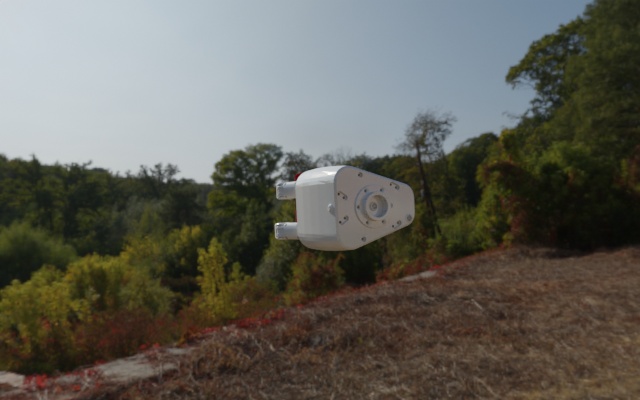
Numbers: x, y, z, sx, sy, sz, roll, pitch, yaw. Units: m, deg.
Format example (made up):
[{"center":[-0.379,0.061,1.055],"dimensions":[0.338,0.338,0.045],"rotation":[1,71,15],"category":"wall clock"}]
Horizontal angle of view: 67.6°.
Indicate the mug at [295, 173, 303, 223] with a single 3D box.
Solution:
[{"center":[0.000,0.002,0.684],"dimensions":[0.093,0.081,0.117],"rotation":[-1,-1,-26],"category":"mug"}]
